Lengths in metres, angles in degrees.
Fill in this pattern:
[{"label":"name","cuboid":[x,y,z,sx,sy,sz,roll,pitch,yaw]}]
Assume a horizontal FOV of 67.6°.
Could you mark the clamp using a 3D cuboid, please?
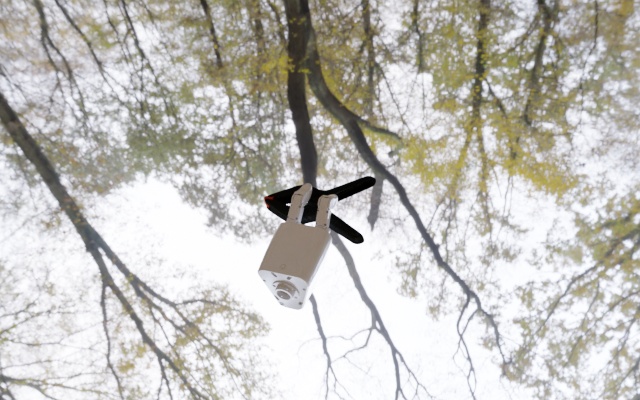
[{"label":"clamp","cuboid":[0.000,0.004,0.893,0.210,0.036,0.164,8,45,19]}]
